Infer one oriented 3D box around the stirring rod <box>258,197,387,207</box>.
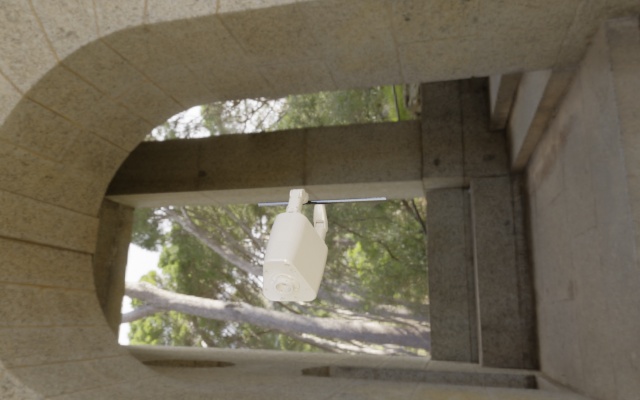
[{"bbox_3d":[0.000,0.003,0.875,0.239,0.011,0.011,-3,-1,14],"label":"stirring rod"}]
